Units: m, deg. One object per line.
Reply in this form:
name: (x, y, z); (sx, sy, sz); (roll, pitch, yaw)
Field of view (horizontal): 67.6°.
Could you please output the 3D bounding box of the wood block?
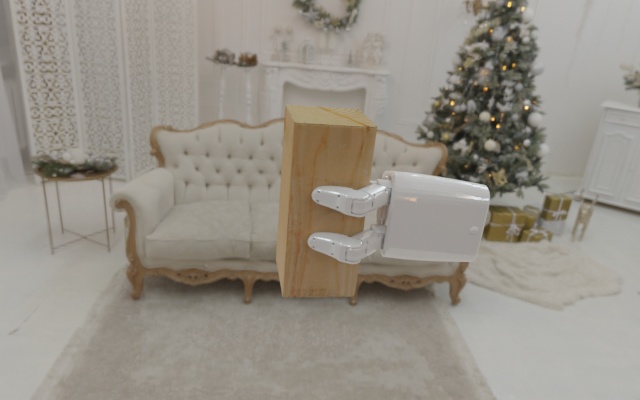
wood block: (0.000, 0.002, 0.559); (0.090, 0.206, 0.090); (1, 23, -10)
